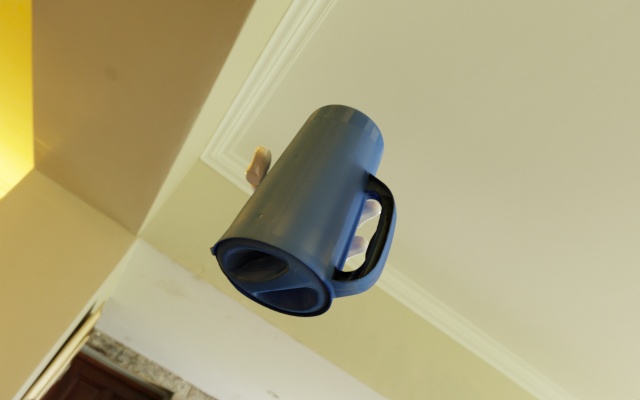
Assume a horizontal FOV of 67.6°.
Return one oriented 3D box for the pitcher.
[{"bbox_3d":[0.000,0.002,0.548,0.149,0.242,0.145,35,-37,-11],"label":"pitcher"}]
